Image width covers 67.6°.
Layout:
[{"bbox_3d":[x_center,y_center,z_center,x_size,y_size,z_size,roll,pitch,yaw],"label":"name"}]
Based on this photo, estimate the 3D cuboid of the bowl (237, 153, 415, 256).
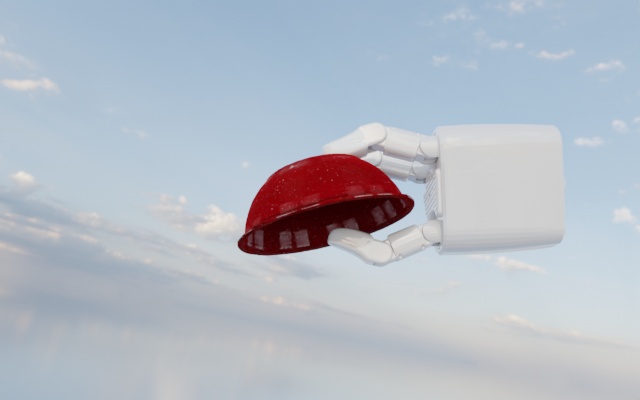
[{"bbox_3d":[-0.001,0.001,0.434,0.162,0.055,0.162,-13,-16,-4],"label":"bowl"}]
